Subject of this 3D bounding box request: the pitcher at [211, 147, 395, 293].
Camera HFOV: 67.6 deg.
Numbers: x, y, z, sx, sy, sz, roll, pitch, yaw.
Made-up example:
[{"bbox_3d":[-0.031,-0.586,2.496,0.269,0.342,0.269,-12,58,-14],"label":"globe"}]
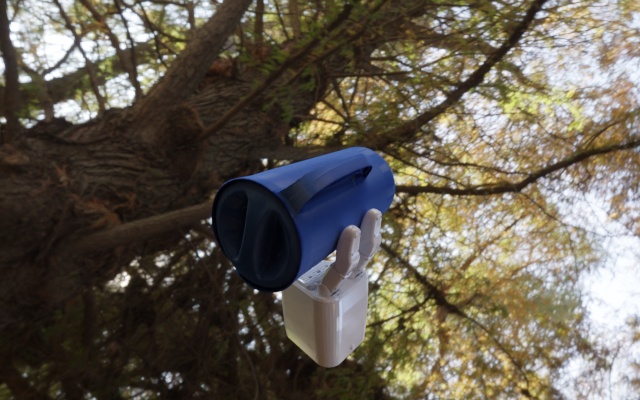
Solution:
[{"bbox_3d":[0.000,0.002,0.598,0.149,0.145,0.242,11,24,35],"label":"pitcher"}]
